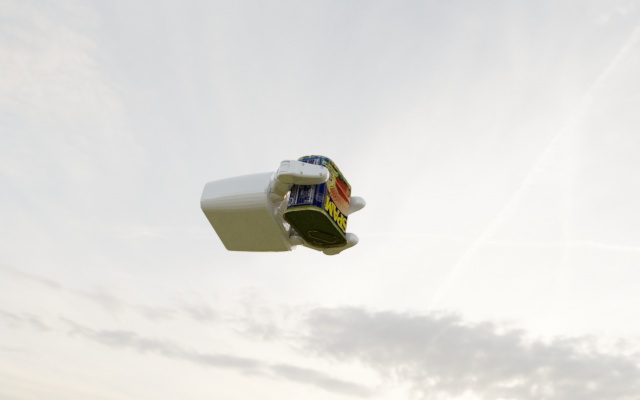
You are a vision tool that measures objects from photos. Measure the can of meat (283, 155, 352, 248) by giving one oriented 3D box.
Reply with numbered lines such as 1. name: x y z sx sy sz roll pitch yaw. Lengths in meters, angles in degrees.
1. can of meat: 0.000 0.002 0.616 0.057 0.084 0.102 -6 -33 25
